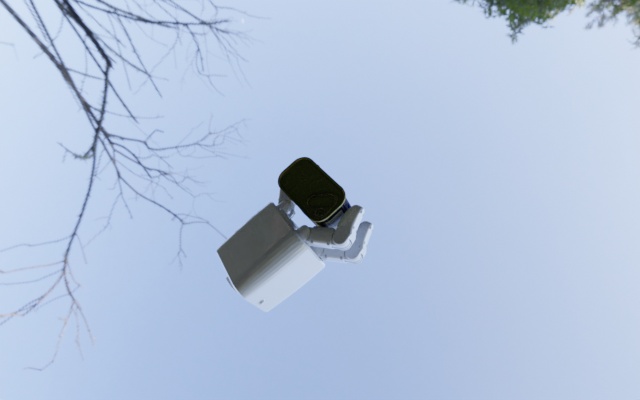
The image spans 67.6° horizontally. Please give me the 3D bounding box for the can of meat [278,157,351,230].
[{"bbox_3d":[0.000,0.002,0.647,0.102,0.057,0.084,44,-6,33],"label":"can of meat"}]
